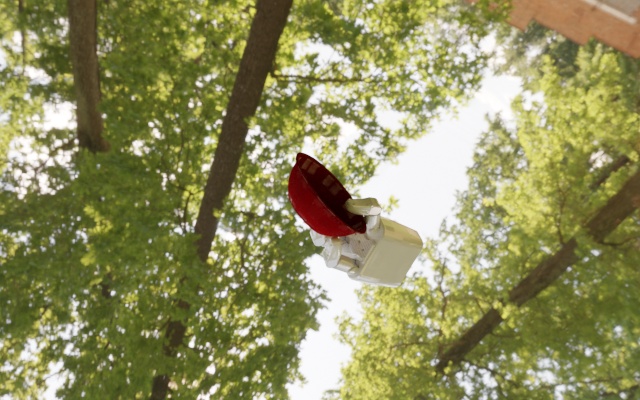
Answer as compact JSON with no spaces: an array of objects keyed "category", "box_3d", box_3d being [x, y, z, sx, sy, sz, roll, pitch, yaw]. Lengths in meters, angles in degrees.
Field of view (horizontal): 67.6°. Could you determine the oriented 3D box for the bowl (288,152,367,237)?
[{"category":"bowl","box_3d":[-0.001,0.002,0.747,0.055,0.162,0.162,-40,-13,16]}]
